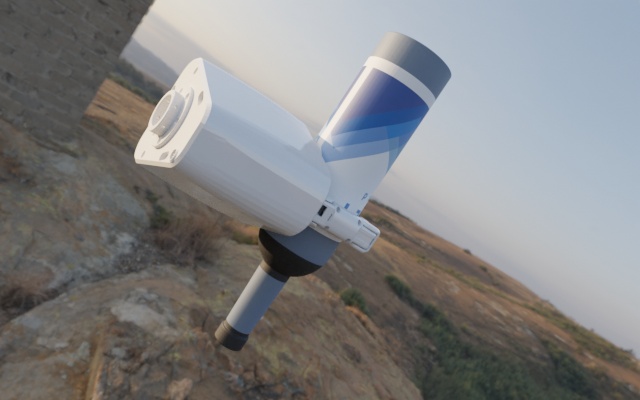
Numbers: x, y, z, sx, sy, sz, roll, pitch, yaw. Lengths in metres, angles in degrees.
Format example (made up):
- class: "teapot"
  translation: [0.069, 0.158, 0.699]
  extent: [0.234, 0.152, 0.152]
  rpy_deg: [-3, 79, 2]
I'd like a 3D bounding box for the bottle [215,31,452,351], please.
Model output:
- class: "bottle"
  translation: [0.000, 0.001, 0.409]
  extent: [0.069, 0.296, 0.069]
  rpy_deg: [33, 4, -2]
